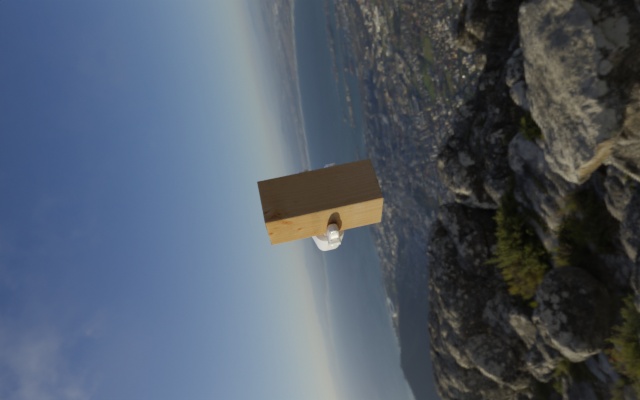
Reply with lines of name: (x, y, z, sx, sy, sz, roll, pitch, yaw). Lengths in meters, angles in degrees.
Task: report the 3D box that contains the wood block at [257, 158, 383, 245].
wood block: (0.000, 0.003, 0.861, 0.206, 0.090, 0.090, -12, -31, -4)
